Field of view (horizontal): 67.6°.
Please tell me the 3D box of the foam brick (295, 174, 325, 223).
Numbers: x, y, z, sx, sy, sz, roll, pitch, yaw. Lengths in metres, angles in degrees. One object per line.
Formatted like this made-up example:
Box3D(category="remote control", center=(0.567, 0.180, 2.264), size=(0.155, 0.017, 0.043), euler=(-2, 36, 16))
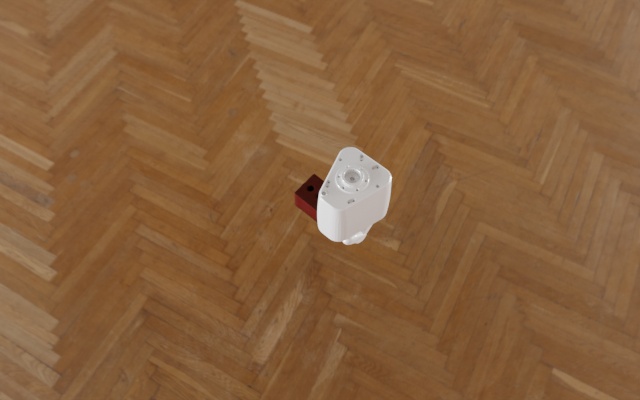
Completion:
Box3D(category="foam brick", center=(0.000, 0.003, 0.828), size=(0.078, 0.053, 0.051), euler=(37, -20, 19))
